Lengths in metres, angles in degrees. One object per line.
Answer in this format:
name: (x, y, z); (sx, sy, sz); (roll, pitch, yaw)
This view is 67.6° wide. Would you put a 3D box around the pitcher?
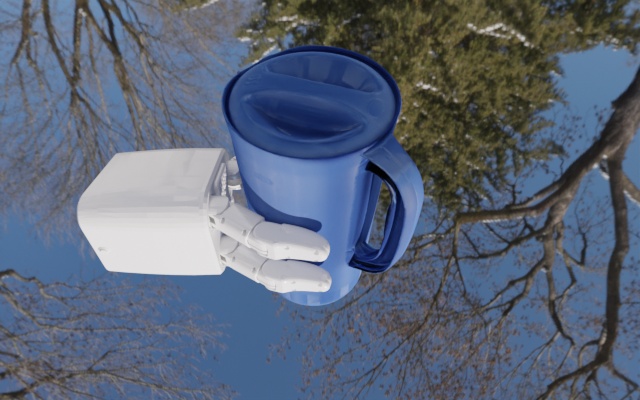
pitcher: (0.000, 0.001, 0.435); (0.145, 0.149, 0.243); (-1, -40, -1)
